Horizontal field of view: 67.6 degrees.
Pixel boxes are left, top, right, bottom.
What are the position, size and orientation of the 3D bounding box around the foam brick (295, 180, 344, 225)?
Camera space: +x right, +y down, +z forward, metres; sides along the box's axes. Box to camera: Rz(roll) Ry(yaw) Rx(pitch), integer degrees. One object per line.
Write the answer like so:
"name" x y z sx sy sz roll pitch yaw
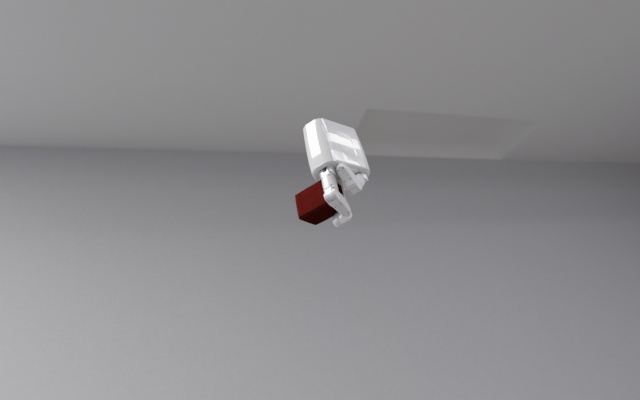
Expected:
"foam brick" 0.000 0.003 0.884 0.078 0.051 0.053 -29 -32 25
